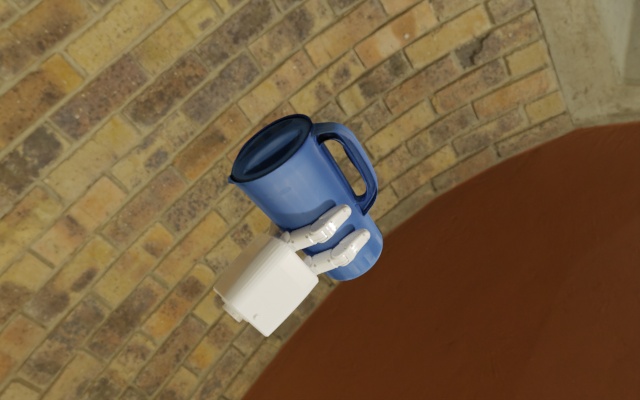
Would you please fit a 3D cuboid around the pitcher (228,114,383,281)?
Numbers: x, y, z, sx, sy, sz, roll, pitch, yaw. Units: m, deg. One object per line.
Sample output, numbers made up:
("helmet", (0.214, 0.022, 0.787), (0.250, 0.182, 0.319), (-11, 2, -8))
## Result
("pitcher", (0.000, 0.002, 0.684), (0.149, 0.145, 0.243), (20, -26, 53))
